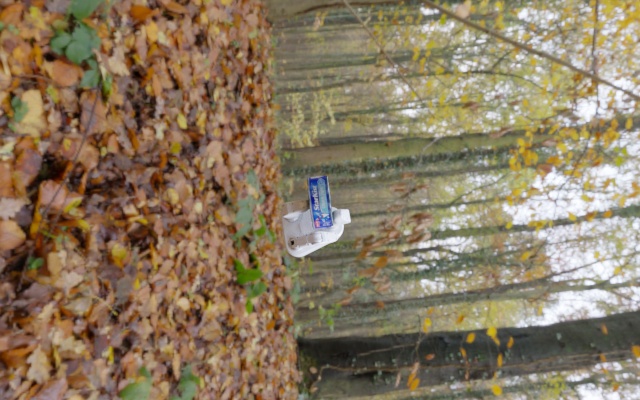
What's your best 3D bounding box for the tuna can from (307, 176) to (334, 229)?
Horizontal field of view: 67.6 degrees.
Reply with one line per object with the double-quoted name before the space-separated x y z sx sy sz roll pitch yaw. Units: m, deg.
"tuna can" 0.001 0.002 0.784 0.034 0.086 0.086 -7 0 2
